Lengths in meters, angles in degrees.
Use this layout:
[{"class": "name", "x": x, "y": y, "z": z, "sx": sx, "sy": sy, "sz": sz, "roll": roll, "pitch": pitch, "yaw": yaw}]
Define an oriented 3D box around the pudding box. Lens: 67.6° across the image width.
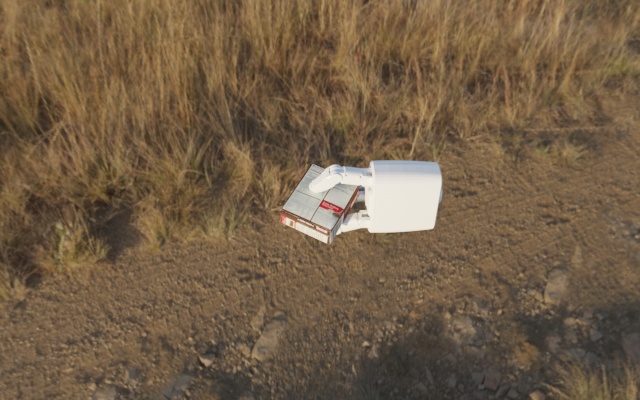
[{"class": "pudding box", "x": 0.000, "y": 0.002, "z": 0.757, "sx": 0.090, "sy": 0.113, "sz": 0.039, "roll": 23, "pitch": -37, "yaw": 13}]
